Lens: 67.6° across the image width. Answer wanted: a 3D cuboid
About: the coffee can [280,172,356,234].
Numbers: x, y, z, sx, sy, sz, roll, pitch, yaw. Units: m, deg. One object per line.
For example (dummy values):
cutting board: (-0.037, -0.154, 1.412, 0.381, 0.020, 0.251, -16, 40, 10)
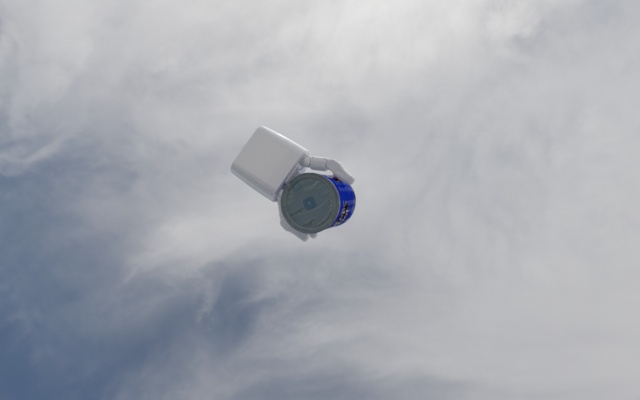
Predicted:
coffee can: (0.000, 0.003, 0.861, 0.103, 0.103, 0.140, 0, 1, 16)
